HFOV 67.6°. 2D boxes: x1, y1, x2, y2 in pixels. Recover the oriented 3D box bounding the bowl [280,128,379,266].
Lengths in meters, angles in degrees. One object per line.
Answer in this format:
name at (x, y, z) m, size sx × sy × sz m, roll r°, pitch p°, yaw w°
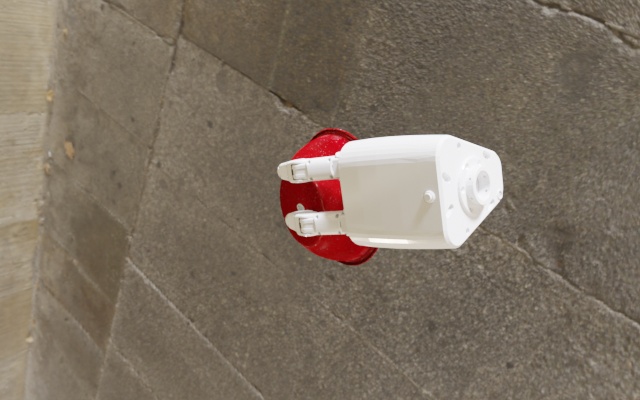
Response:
bowl at (-0.001, 0.002, 0.541) m, size 0.055 × 0.162 × 0.162 m, roll -13°, pitch 7°, yaw -33°
